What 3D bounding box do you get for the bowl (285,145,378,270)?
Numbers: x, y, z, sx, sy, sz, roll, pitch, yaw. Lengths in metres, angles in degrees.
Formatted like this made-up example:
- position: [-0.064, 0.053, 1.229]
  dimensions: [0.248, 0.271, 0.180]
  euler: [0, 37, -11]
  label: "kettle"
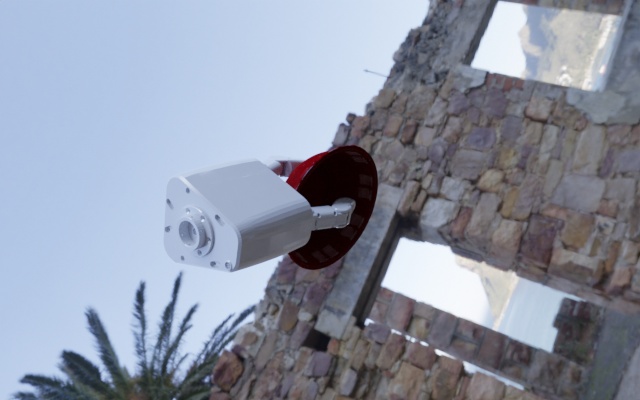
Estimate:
- position: [0.001, 0.002, 0.593]
  dimensions: [0.055, 0.162, 0.162]
  euler: [27, 18, 38]
  label: "bowl"
